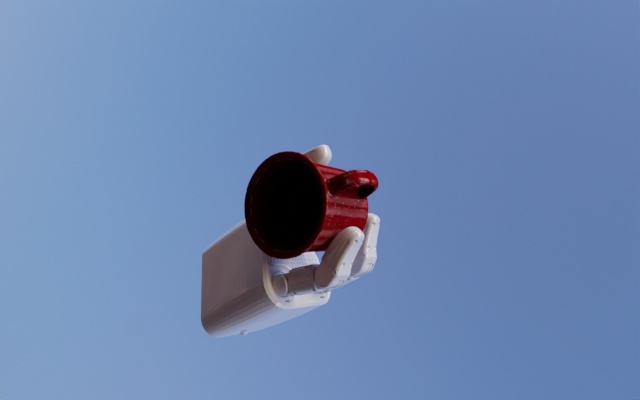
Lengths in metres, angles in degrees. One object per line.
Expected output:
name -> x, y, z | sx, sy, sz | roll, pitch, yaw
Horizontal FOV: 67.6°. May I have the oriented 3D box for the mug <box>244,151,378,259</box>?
mug -> 0.001, 0.001, 0.434 | 0.117, 0.093, 0.081 | -29, -20, 31
